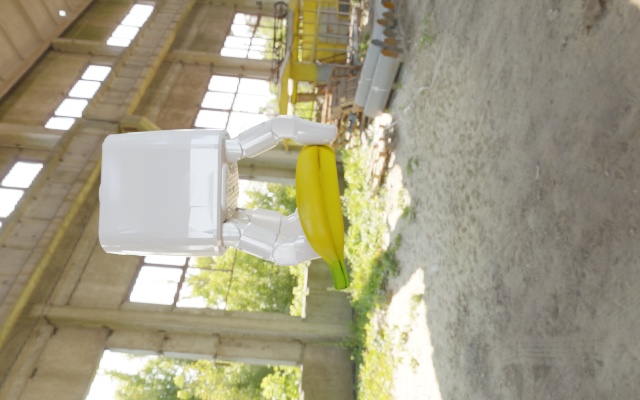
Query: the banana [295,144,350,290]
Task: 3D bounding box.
[{"bbox_3d":[-0.002,-0.012,0.426,0.037,0.070,0.197,-6,35,2],"label":"banana"}]
